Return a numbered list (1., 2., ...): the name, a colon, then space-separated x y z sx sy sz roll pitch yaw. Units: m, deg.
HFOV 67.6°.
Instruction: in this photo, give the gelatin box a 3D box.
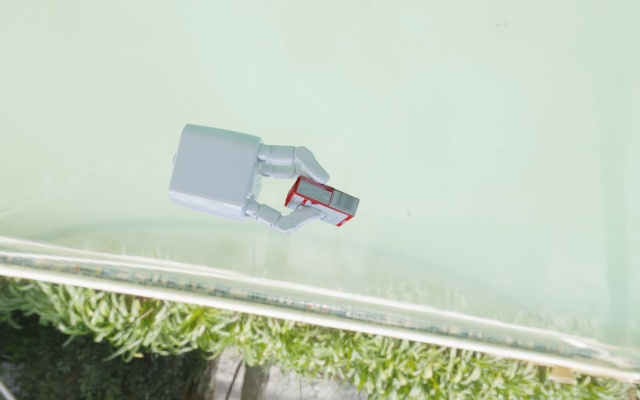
1. gelatin box: 0.000 0.003 0.652 0.089 0.030 0.073 22 -18 -8
